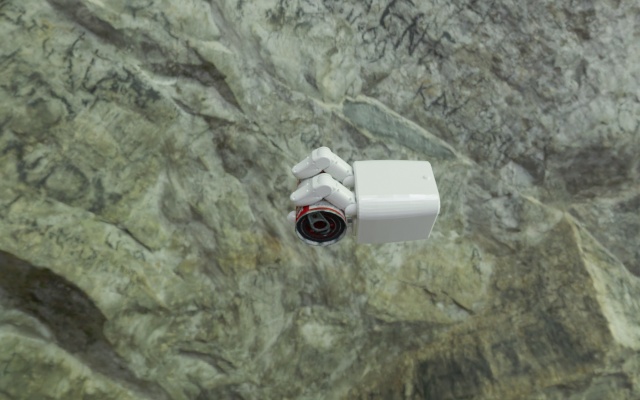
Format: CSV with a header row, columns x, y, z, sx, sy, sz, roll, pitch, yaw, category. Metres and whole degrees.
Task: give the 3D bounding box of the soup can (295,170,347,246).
x,y,z,sx,sy,sz,roll,pitch,yaw,category
0.000,0.002,0.656,0.068,0.069,0.102,0,44,-1,soup can
